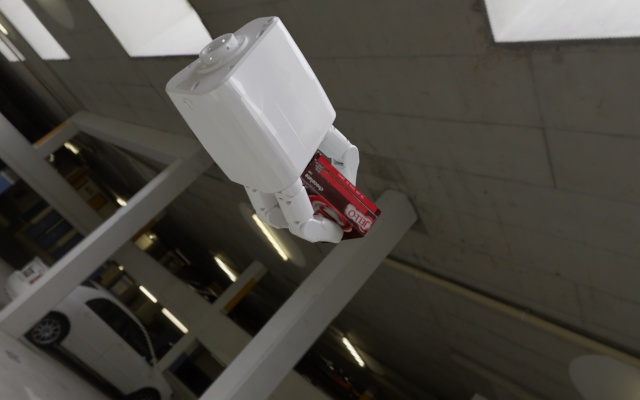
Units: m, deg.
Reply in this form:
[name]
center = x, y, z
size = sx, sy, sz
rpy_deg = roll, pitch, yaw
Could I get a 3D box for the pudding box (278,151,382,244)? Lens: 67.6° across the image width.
[pudding box]
center = 0.000, 0.001, 0.501
size = 0.090, 0.039, 0.113
rpy_deg = 43, -19, -10
